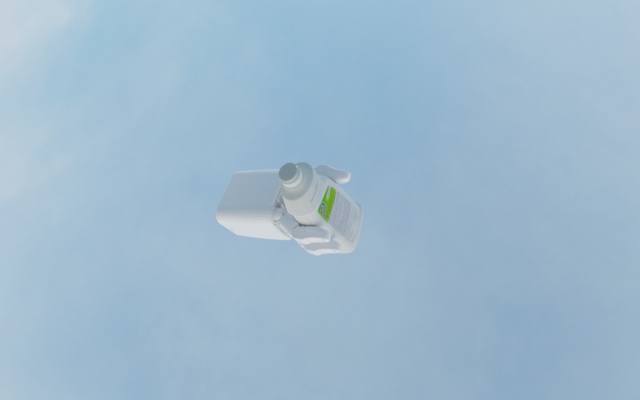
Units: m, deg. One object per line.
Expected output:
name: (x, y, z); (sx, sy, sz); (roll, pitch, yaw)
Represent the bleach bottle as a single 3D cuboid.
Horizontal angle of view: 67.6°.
bleach bottle: (0.000, 0.003, 0.762); (0.068, 0.102, 0.251); (2, -22, 23)
